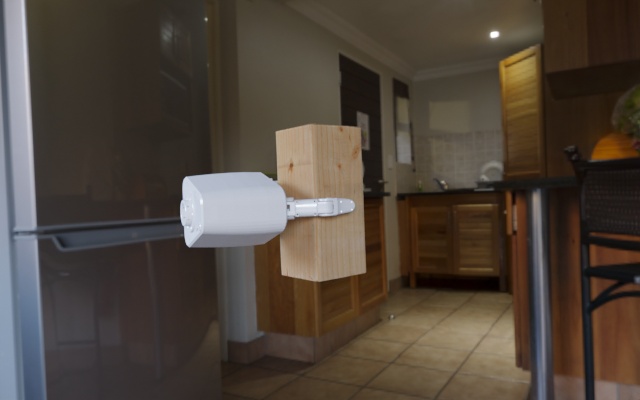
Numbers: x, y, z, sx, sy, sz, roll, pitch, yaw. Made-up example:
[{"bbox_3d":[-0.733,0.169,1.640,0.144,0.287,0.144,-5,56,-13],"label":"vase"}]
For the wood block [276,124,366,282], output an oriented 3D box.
[{"bbox_3d":[0.000,0.002,0.677,0.090,0.206,0.091,-3,2,-39],"label":"wood block"}]
